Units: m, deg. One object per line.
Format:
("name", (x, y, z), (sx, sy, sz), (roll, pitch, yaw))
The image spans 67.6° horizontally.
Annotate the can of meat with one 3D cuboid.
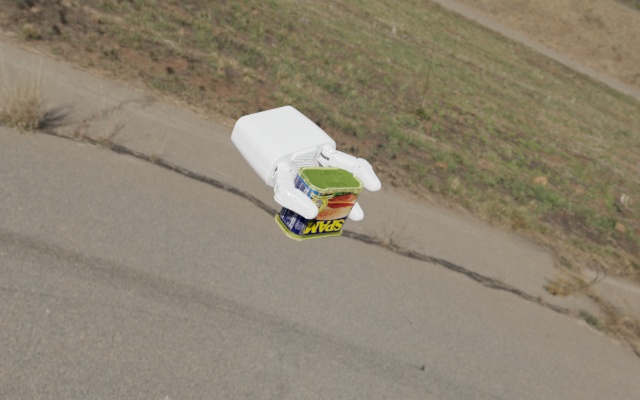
("can of meat", (0.000, 0.002, 0.649), (0.102, 0.084, 0.057), (-3, 40, -42))
